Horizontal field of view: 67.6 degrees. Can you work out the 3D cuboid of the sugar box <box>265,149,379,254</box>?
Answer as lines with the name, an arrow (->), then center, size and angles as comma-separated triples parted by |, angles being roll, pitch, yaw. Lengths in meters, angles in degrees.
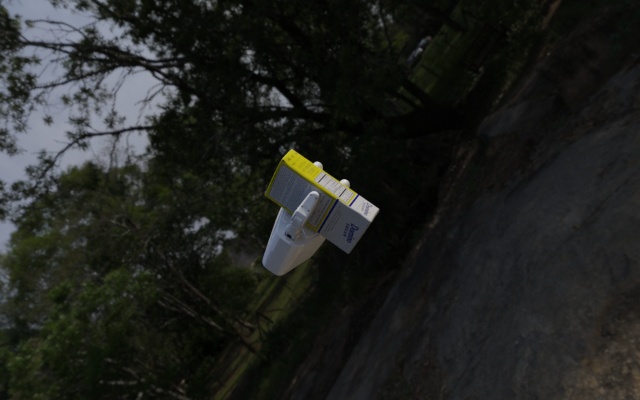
sugar box -> 0.000, 0.002, 0.793 | 0.176, 0.093, 0.048 | 34, 44, 3
